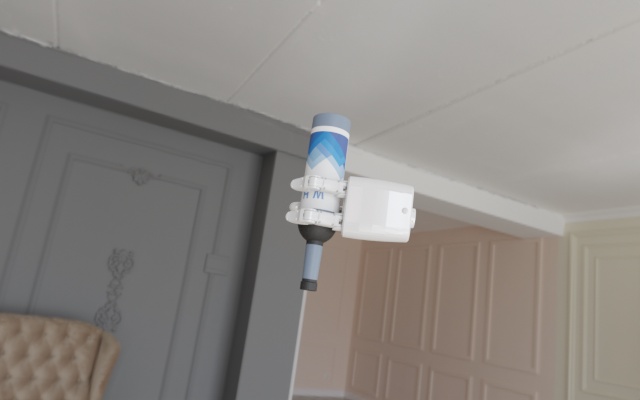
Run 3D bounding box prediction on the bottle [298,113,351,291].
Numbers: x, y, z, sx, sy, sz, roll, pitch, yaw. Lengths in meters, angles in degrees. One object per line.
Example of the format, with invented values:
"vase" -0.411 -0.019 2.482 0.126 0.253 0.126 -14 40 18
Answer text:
"bottle" 0.000 0.002 0.801 0.069 0.295 0.069 8 -13 2
